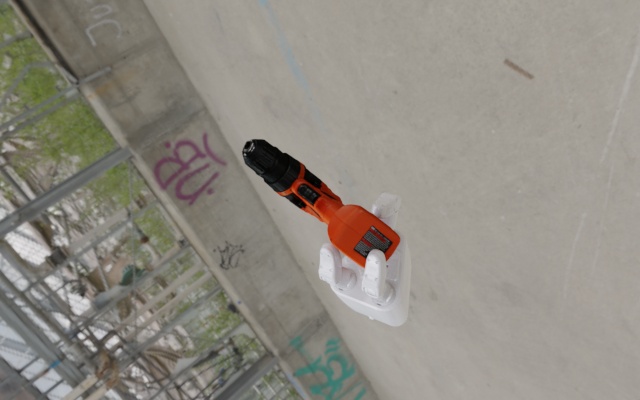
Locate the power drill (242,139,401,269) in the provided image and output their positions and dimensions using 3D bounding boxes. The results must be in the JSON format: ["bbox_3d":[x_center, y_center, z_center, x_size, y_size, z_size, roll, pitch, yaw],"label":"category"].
[{"bbox_3d":[0.000,0.002,0.595,0.184,0.057,0.187,35,4,-41],"label":"power drill"}]
